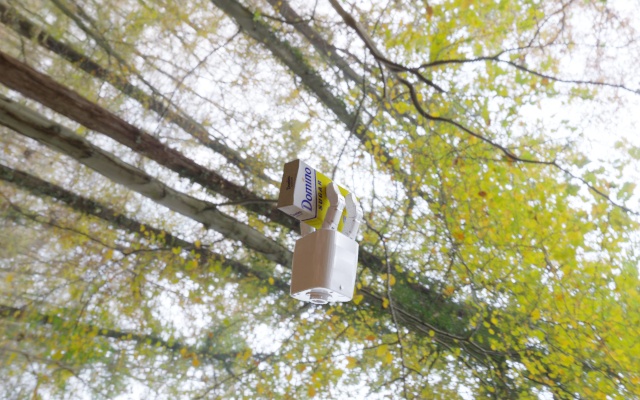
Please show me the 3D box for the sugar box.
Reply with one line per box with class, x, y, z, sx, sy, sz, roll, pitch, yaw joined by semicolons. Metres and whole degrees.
sugar box;0.001;0.003;0.892;0.048;0.093;0.176;-13;-31;38
